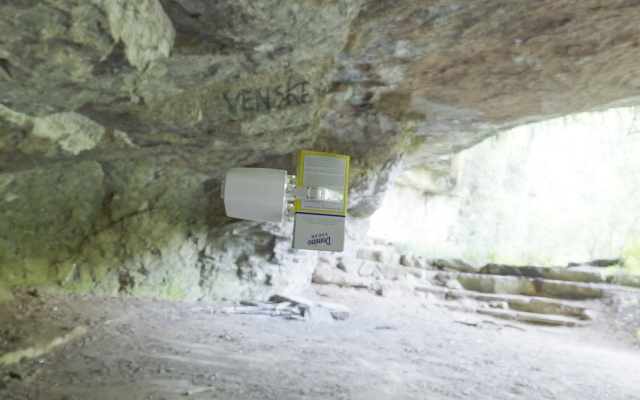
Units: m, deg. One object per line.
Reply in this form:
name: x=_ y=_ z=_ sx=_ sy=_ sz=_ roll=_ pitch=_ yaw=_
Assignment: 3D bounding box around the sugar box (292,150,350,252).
sugar box: x=0.000 y=0.003 z=0.864 sx=0.093 sy=0.176 sz=0.048 roll=6 pitch=-5 yaw=-8
